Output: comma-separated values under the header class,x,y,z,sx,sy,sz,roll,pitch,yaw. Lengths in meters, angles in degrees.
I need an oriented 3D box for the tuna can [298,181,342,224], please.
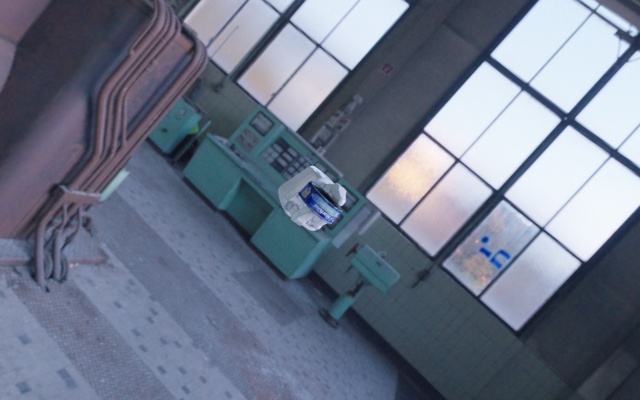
class,x,y,z,sx,sy,sz,roll,pitch,yaw
tuna can,0.001,0.003,0.900,0.086,0.034,0.086,43,8,-8
